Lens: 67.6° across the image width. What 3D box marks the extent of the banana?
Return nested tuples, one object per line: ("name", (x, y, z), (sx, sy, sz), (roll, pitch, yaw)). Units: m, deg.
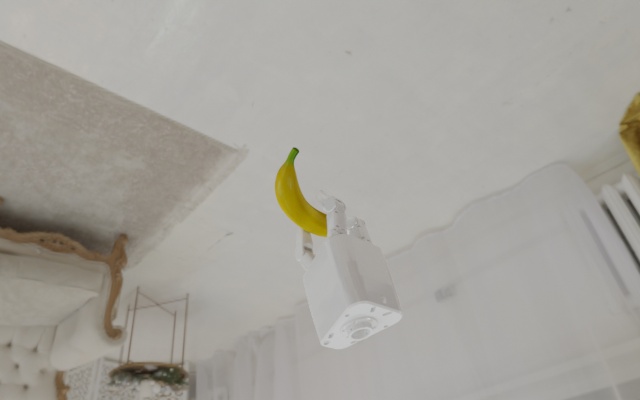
("banana", (-0.017, 0.010, 0.717), (0.069, 0.037, 0.198), (-31, -46, 4))
